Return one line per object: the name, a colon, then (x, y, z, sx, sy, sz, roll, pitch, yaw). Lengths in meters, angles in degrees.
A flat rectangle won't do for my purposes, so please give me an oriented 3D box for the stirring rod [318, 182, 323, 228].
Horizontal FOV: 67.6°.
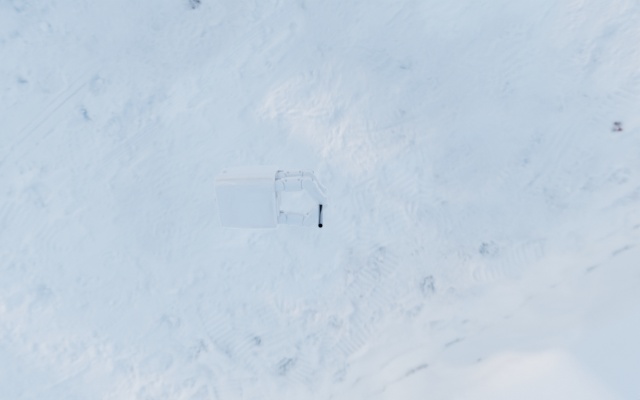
stirring rod: (0.000, 0.003, 0.863, 0.011, 0.011, 0.239, 0, 18, 0)
